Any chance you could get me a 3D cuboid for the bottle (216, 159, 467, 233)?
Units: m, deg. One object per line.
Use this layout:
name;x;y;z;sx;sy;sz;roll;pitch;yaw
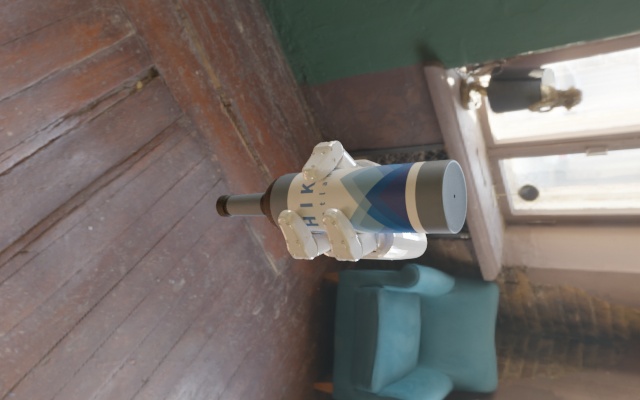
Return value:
bottle;0.000;0.002;0.511;0.296;0.069;0.069;-3;-2;35
